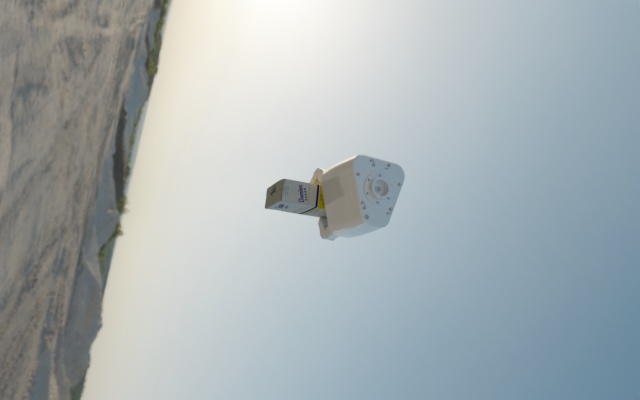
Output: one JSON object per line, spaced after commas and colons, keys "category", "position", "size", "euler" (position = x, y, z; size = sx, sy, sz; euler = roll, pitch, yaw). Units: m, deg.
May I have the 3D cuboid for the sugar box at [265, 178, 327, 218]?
{"category": "sugar box", "position": [0.000, 0.002, 0.837], "size": [0.176, 0.048, 0.093], "euler": [13, -14, -22]}
